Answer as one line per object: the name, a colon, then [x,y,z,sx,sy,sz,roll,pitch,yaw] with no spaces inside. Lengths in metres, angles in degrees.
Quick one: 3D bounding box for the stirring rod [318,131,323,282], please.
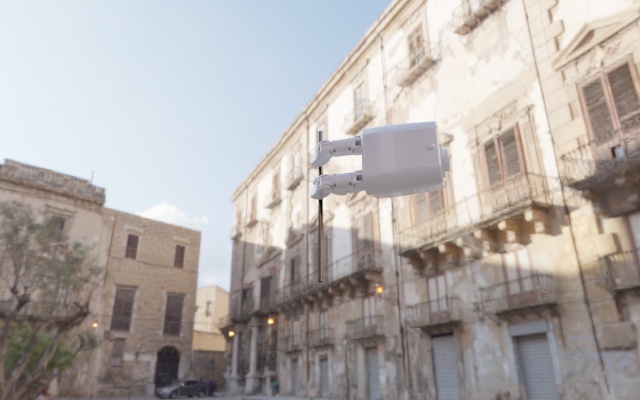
stirring rod: [0.000,0.002,0.716,0.011,0.239,0.011,0,-22,0]
